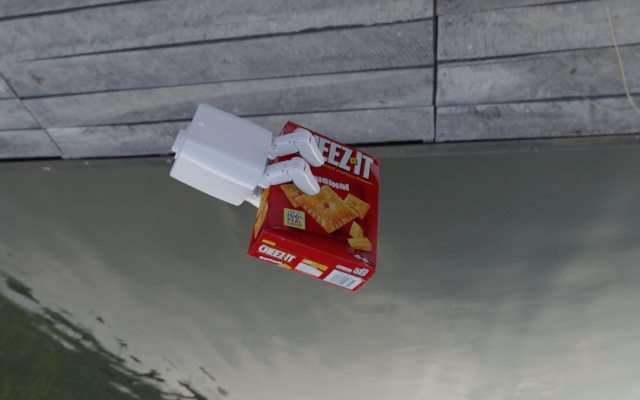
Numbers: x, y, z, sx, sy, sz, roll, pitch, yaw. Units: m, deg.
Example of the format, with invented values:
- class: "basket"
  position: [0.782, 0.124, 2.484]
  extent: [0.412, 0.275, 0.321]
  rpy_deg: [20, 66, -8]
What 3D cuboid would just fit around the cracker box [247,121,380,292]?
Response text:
- class: "cracker box"
  position: [0.000, 0.002, 0.684]
  extent: [0.164, 0.213, 0.072]
  rpy_deg: [21, -42, -15]
